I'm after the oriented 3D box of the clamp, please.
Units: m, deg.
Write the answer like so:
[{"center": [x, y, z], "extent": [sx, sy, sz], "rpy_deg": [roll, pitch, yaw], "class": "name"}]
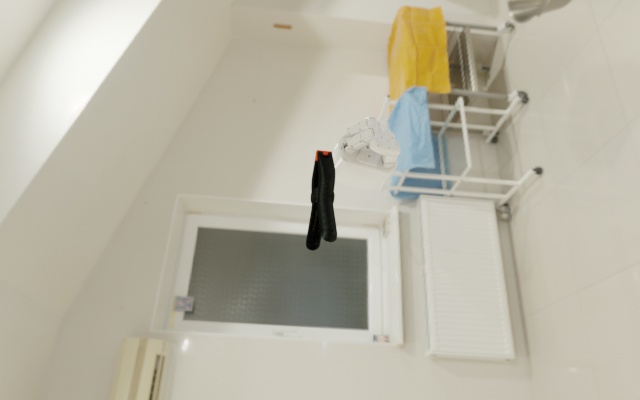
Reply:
[{"center": [0.000, 0.002, 0.807], "extent": [0.039, 0.171, 0.120], "rpy_deg": [11, -24, -19], "class": "clamp"}]
